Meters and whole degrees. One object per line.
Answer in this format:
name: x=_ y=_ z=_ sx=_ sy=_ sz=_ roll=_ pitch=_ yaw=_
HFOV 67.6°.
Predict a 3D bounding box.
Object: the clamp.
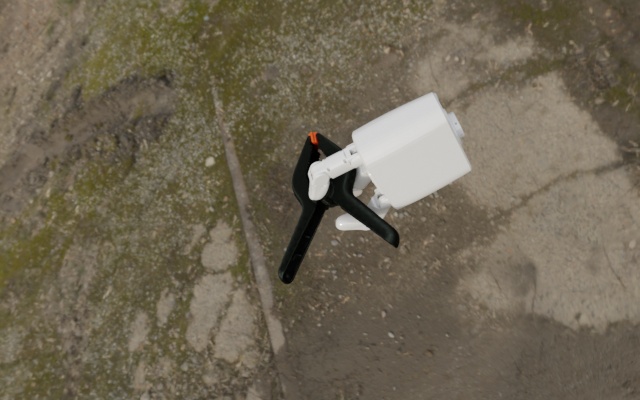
clamp: x=0.000 y=0.001 z=0.633 sx=0.164 sy=0.209 sz=0.036 roll=-27 pitch=-34 yaw=16
